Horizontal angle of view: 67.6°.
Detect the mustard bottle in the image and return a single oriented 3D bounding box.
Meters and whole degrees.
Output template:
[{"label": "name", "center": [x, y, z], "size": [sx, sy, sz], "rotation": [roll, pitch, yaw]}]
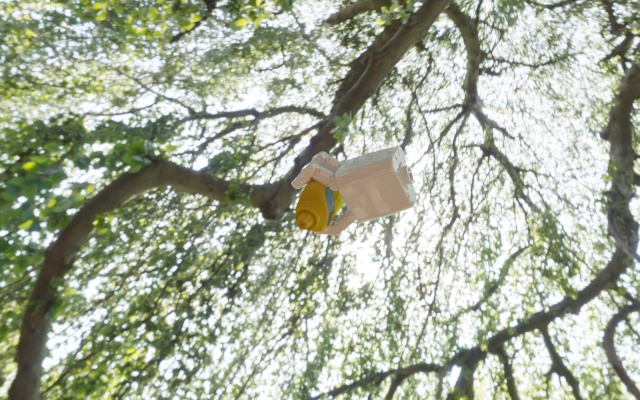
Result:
[{"label": "mustard bottle", "center": [0.000, 0.003, 0.869], "size": [0.058, 0.096, 0.191], "rotation": [8, 26, 16]}]
